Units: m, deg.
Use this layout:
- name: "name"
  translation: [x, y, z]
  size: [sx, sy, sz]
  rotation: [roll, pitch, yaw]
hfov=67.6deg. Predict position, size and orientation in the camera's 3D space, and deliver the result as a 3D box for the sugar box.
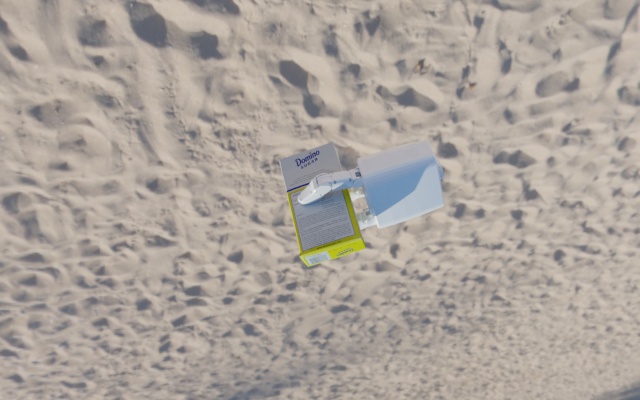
- name: "sugar box"
  translation: [0.000, 0.003, 0.722]
  size: [0.093, 0.176, 0.048]
  rotation: [-18, -34, 6]
